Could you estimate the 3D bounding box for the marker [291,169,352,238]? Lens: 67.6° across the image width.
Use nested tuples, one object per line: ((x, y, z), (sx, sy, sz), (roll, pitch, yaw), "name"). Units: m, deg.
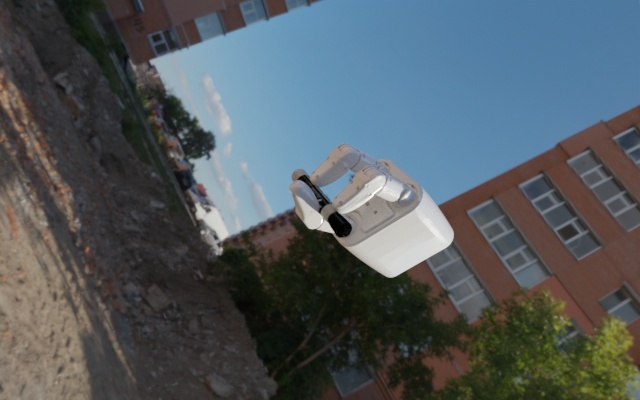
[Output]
((0.000, 0.002, 0.518), (0.020, 0.020, 0.121), (0, 31, -31), "marker")
